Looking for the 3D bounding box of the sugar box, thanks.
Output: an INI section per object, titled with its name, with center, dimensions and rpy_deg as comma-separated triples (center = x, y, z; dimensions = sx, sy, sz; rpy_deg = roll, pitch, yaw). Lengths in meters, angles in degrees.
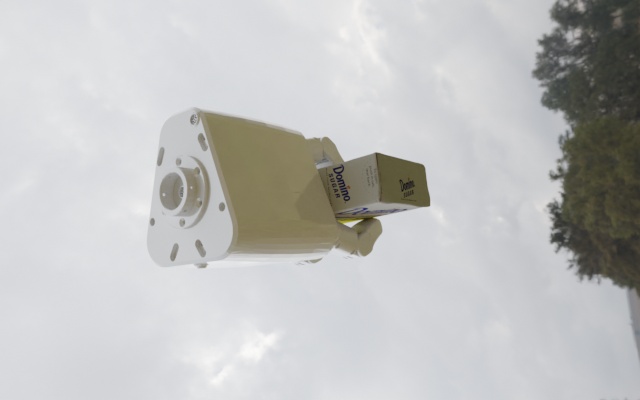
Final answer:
[sugar box]
center = 0.000, 0.002, 0.438
dimensions = 0.176, 0.048, 0.093
rpy_deg = -11, -9, 35
